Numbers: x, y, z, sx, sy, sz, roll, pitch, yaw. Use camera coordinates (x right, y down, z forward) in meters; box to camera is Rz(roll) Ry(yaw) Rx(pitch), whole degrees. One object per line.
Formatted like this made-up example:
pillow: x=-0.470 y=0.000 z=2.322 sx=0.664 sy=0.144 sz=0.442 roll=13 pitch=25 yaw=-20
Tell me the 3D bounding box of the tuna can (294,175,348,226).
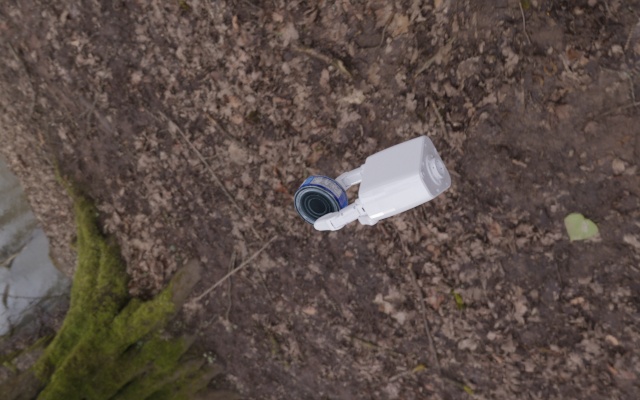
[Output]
tuna can: x=0.000 y=0.003 z=0.786 sx=0.086 sy=0.086 sz=0.033 roll=0 pitch=33 yaw=28
